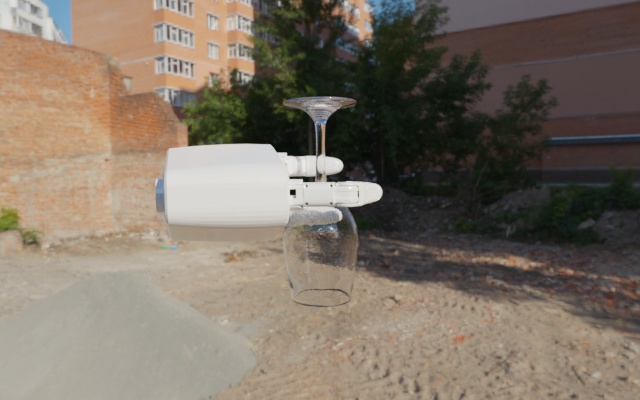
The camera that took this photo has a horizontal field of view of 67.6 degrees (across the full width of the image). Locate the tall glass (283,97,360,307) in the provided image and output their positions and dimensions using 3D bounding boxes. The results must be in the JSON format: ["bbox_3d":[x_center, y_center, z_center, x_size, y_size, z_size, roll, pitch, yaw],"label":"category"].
[{"bbox_3d":[0.000,0.001,0.483,0.079,0.201,0.079,-1,3,0],"label":"tall glass"}]
